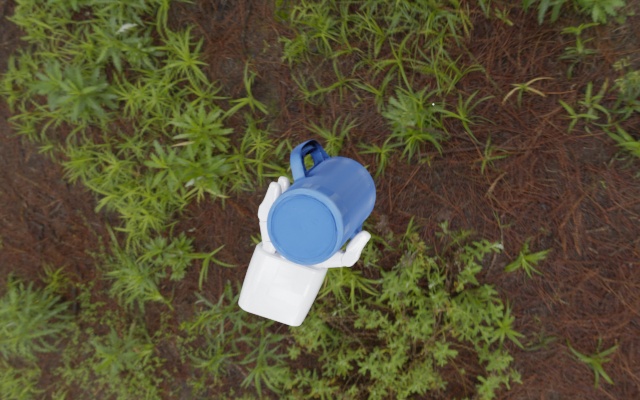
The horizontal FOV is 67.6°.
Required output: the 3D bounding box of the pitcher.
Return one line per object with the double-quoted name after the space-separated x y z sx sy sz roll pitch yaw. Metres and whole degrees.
0.000 0.003 0.738 0.149 0.145 0.242 24 16 8 "pitcher"
